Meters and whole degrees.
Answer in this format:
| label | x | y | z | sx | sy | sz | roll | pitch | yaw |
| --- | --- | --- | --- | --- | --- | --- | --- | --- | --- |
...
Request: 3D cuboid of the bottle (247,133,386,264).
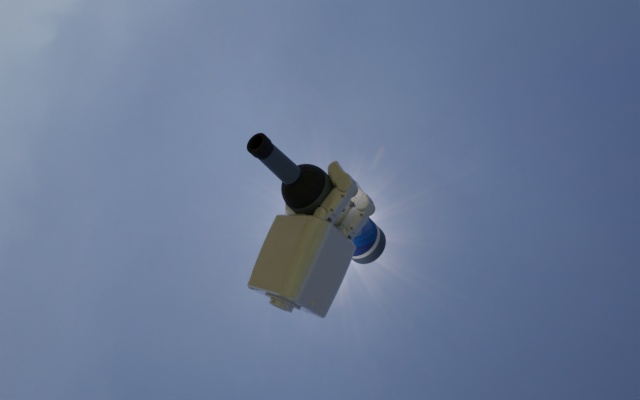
| label | x | y | z | sx | sy | sz | roll | pitch | yaw |
| --- | --- | --- | --- | --- | --- | --- | --- | --- | --- |
| bottle | 0.000 | 0.002 | 0.651 | 0.069 | 0.069 | 0.296 | 0 | -28 | 34 |
